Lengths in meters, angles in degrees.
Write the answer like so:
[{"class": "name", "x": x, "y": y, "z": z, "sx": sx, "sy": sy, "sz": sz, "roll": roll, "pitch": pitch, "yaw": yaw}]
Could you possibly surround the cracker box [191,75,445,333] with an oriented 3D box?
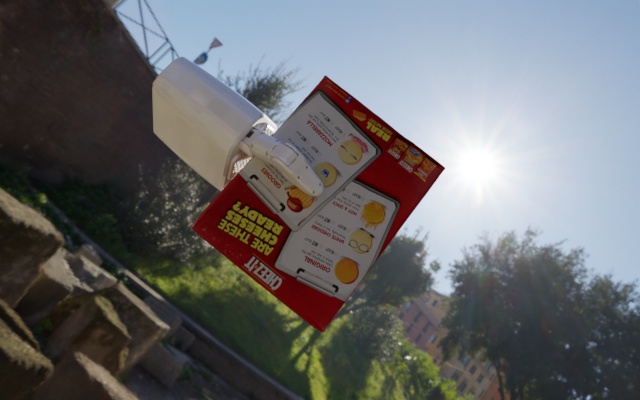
[{"class": "cracker box", "x": 0.000, "y": 0.001, "z": 0.506, "sx": 0.164, "sy": 0.213, "sz": 0.072, "roll": 38, "pitch": -14, "yaw": 3}]
